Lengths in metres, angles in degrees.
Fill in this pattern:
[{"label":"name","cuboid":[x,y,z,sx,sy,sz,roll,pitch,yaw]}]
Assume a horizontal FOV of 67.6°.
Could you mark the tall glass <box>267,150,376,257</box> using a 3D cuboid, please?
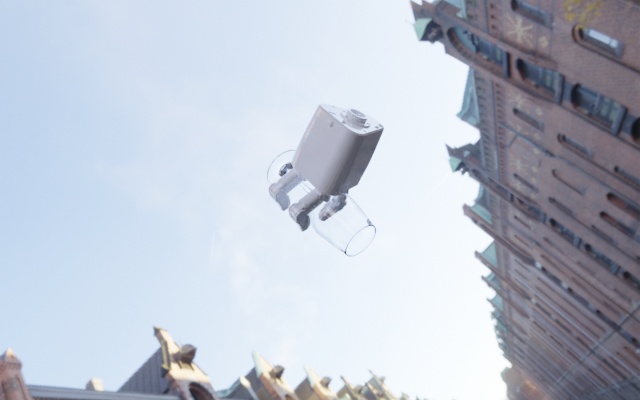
[{"label":"tall glass","cuboid":[0.000,0.002,0.767,0.079,0.079,0.201,0,36,-50]}]
